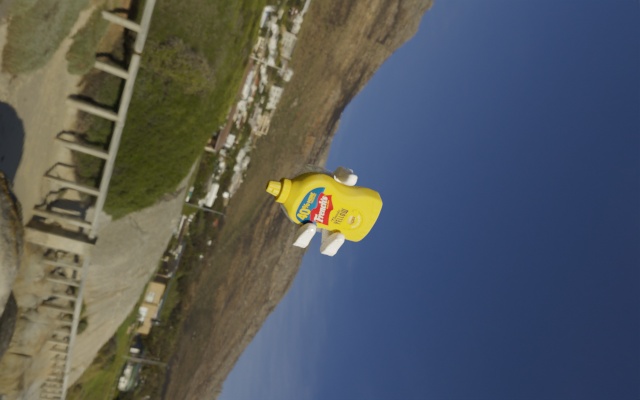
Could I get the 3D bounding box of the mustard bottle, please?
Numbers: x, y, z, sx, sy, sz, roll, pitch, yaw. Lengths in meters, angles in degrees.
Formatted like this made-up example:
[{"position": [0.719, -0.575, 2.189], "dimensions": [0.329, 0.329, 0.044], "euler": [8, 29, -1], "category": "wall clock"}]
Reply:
[{"position": [0.000, 0.003, 0.799], "dimensions": [0.191, 0.096, 0.058], "euler": [18, 32, -20], "category": "mustard bottle"}]
